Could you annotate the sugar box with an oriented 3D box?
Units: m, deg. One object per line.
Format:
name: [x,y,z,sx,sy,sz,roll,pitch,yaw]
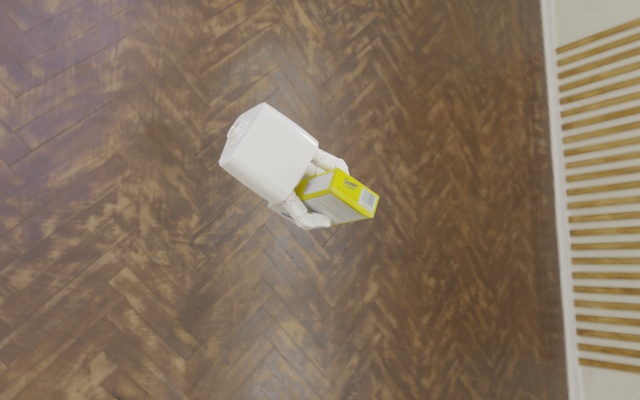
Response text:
sugar box: [0.000,0.002,0.777,0.093,0.048,0.176,34,-25,-29]
